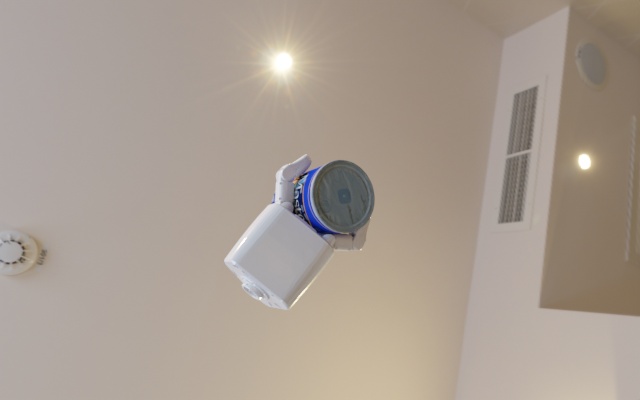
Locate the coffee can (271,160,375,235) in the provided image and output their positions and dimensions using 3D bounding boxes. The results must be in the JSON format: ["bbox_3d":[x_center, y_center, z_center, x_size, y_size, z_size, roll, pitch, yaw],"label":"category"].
[{"bbox_3d":[0.000,0.002,0.722,0.103,0.103,0.140,0,-7,-29],"label":"coffee can"}]
